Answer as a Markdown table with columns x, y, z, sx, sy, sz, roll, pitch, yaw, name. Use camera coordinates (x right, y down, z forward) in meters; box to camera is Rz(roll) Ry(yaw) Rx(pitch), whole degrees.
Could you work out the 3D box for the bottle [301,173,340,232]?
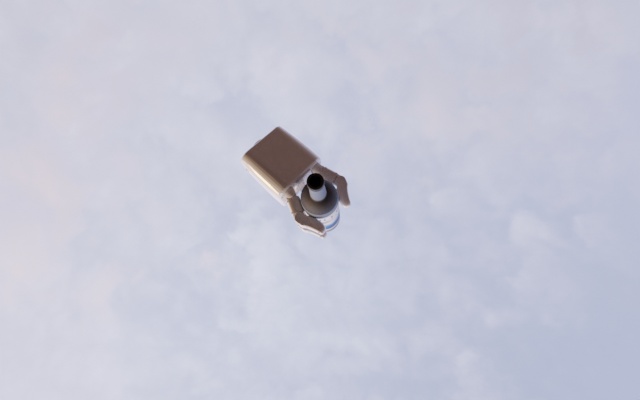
| x | y | z | sx | sy | sz | roll | pitch | yaw | name |
| --- | --- | --- | --- | --- | --- | --- | --- | --- | --- |
| 0.000 | 0.003 | 0.870 | 0.069 | 0.069 | 0.296 | 0 | -13 | 3 | bottle |
